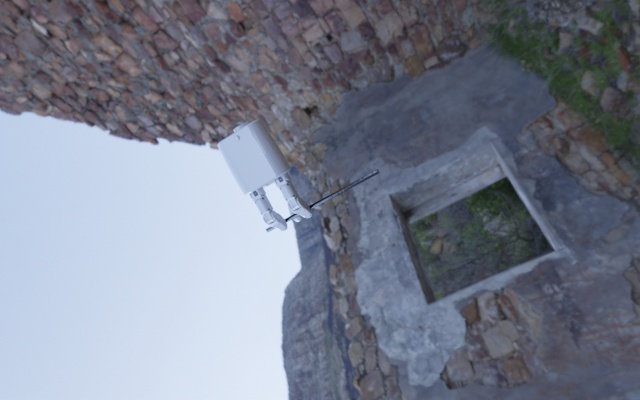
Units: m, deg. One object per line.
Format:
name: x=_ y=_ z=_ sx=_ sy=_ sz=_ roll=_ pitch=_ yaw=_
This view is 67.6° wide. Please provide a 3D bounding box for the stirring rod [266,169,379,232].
stirring rod: x=0.000 y=0.003 z=0.874 sx=0.239 sy=0.011 sz=0.011 roll=-28 pitch=-9 yaw=16
